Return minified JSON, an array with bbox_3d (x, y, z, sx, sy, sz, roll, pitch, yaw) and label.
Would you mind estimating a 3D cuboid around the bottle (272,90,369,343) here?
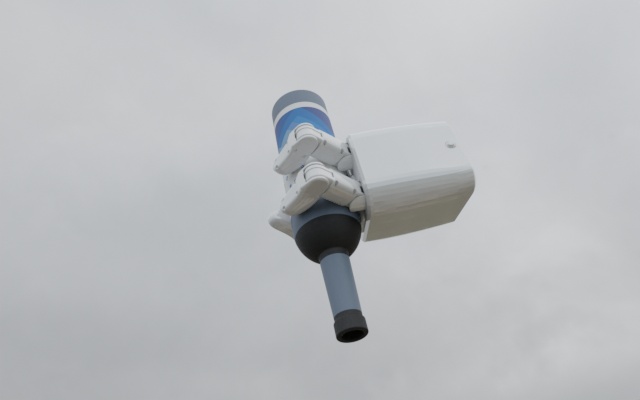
[{"bbox_3d":[0.000,0.001,0.484,0.069,0.295,0.069,-8,-41,-7],"label":"bottle"}]
